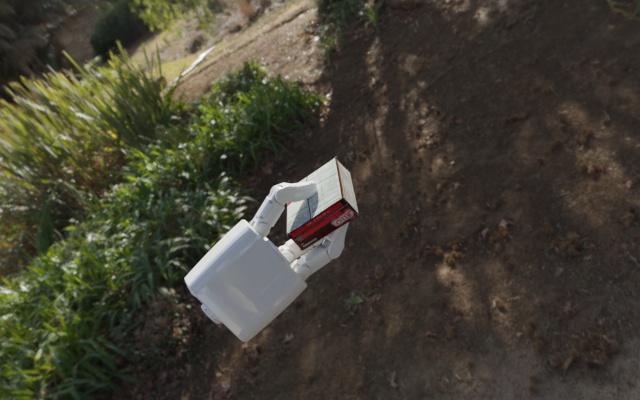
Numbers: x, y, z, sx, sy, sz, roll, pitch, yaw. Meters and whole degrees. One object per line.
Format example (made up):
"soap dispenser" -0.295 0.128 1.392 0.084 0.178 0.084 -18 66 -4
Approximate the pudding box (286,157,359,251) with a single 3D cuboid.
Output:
"pudding box" 0.000 0.002 0.631 0.090 0.039 0.113 -32 30 17
